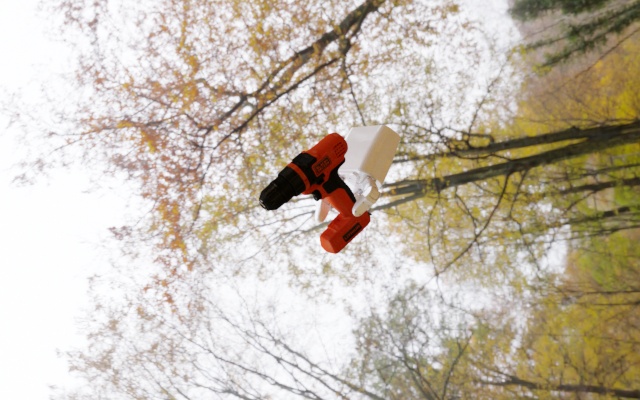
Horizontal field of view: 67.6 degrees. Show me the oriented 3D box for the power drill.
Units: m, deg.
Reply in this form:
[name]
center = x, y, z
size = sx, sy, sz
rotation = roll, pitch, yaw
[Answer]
[power drill]
center = 0.000, 0.003, 0.827
size = 0.184, 0.188, 0.057
rotation = -40, 35, -17
